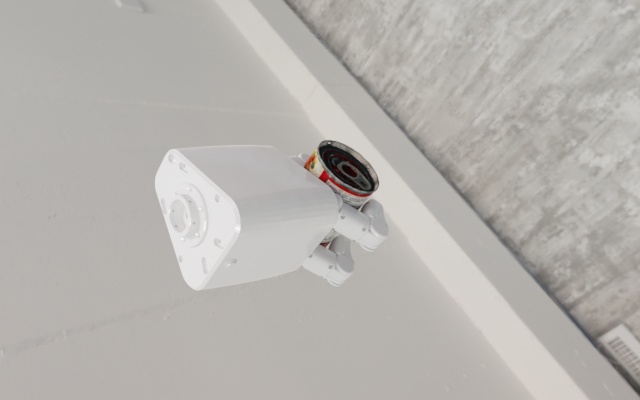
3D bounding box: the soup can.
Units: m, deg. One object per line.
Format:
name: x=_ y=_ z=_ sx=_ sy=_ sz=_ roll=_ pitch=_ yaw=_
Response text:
soup can: x=0.000 y=0.002 z=0.464 sx=0.068 sy=0.068 sz=0.102 roll=0 pitch=-42 yaw=-45
